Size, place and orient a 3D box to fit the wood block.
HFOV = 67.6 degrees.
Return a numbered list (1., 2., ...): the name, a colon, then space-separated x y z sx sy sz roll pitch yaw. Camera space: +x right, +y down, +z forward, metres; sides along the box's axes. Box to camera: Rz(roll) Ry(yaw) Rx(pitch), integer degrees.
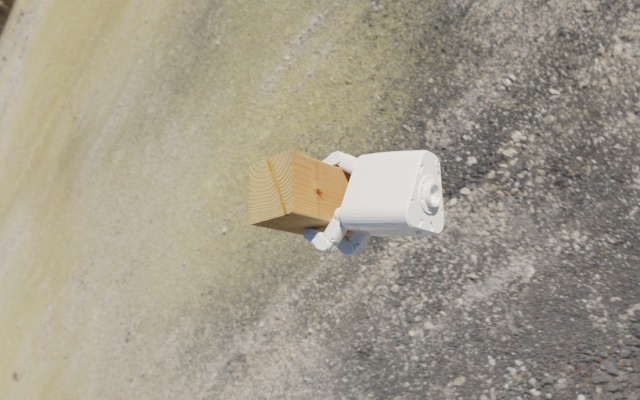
1. wood block: 0.000 0.002 0.720 0.090 0.090 0.206 -16 -22 40
